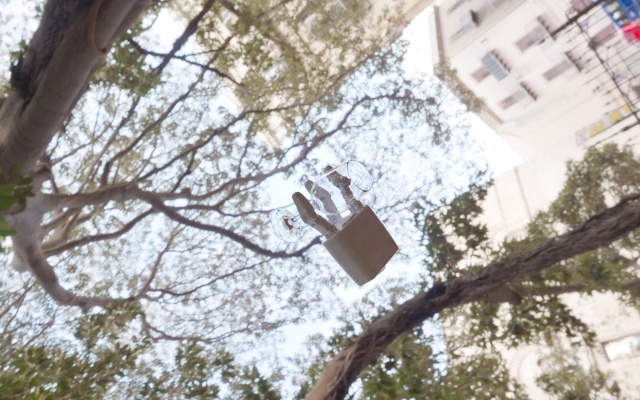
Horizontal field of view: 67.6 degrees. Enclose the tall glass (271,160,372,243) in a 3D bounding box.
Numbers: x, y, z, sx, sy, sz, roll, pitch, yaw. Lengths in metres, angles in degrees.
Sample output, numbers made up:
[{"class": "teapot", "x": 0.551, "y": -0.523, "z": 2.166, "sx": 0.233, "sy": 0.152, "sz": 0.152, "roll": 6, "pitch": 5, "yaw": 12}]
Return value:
[{"class": "tall glass", "x": 0.000, "y": 0.003, "z": 0.860, "sx": 0.079, "sy": 0.079, "sz": 0.201, "roll": 0, "pitch": -27, "yaw": -48}]
